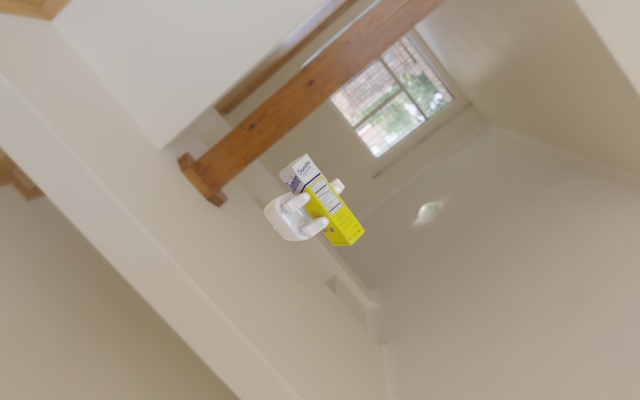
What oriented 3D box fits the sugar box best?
[{"bbox_3d":[0.000,0.003,0.871,0.048,0.176,0.093,-43,8,-18],"label":"sugar box"}]
